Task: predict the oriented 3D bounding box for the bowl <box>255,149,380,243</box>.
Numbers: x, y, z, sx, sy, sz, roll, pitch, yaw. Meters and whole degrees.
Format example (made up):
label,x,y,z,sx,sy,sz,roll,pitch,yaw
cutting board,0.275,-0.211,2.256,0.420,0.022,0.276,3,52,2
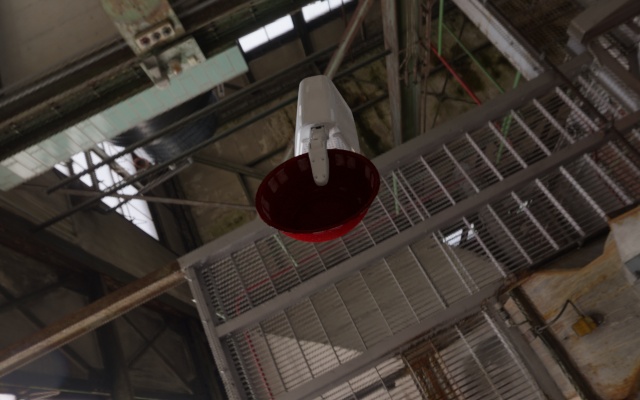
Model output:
label,x,y,z,sx,sy,sz,roll,pitch,yaw
bowl,0.000,0.003,0.620,0.162,0.055,0.162,-9,41,8
